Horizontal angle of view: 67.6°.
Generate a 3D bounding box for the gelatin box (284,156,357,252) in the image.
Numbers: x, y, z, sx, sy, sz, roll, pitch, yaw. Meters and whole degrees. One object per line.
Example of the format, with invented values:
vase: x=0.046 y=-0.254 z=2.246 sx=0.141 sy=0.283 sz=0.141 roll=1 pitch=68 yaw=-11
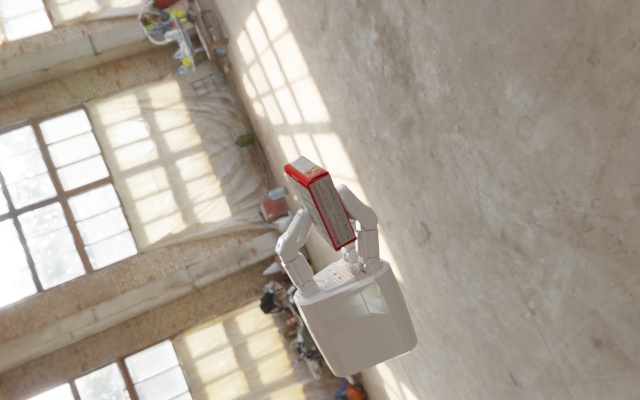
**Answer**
gelatin box: x=0.000 y=0.002 z=0.519 sx=0.030 sy=0.089 sz=0.073 roll=-30 pitch=27 yaw=-11
